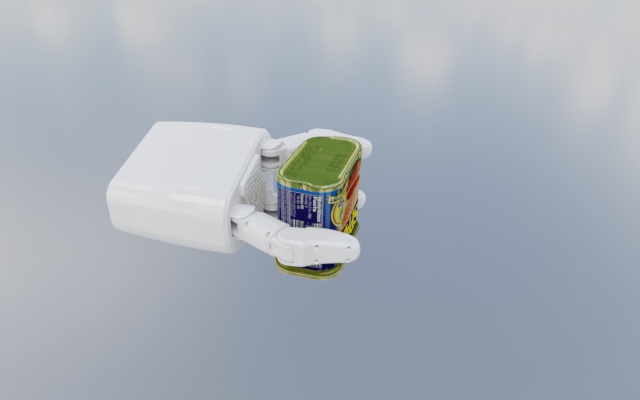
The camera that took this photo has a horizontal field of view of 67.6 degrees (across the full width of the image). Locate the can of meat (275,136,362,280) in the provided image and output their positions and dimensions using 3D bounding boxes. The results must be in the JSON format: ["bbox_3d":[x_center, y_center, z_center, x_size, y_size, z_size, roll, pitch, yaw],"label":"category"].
[{"bbox_3d":[0.000,0.001,0.400,0.057,0.084,0.102,9,31,14],"label":"can of meat"}]
